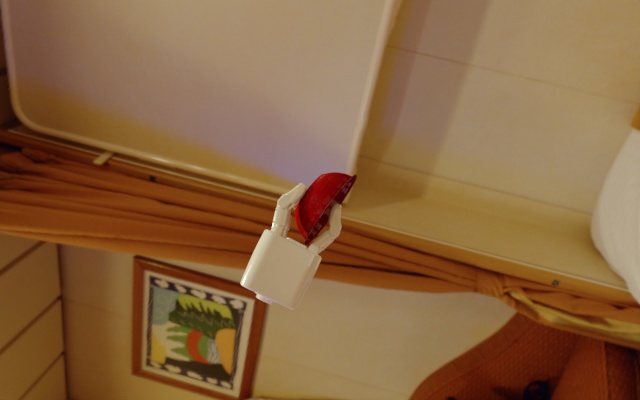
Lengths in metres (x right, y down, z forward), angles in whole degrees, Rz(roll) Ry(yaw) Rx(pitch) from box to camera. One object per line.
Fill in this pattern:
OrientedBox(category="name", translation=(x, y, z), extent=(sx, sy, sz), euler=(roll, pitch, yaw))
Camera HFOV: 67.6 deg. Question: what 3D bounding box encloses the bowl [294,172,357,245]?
OrientedBox(category="bowl", translation=(0.001, 0.002, 0.894), extent=(0.055, 0.162, 0.162), euler=(37, 6, 8))
